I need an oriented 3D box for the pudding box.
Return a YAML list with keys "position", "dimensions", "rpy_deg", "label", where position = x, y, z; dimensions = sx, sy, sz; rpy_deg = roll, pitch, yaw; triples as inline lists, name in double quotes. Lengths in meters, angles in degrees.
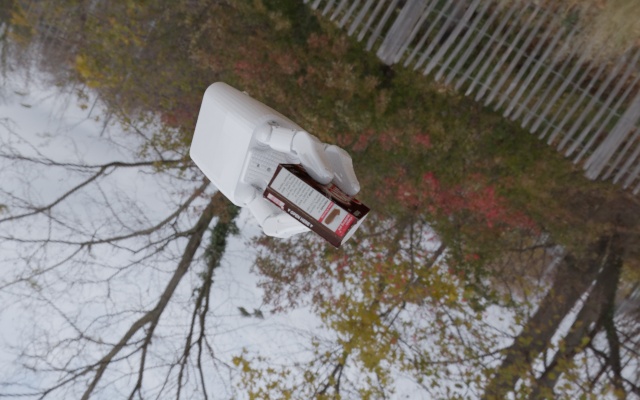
- position: [0.000, 0.002, 0.478]
  dimensions: [0.090, 0.039, 0.113]
  rpy_deg: [34, 11, 7]
  label: "pudding box"
